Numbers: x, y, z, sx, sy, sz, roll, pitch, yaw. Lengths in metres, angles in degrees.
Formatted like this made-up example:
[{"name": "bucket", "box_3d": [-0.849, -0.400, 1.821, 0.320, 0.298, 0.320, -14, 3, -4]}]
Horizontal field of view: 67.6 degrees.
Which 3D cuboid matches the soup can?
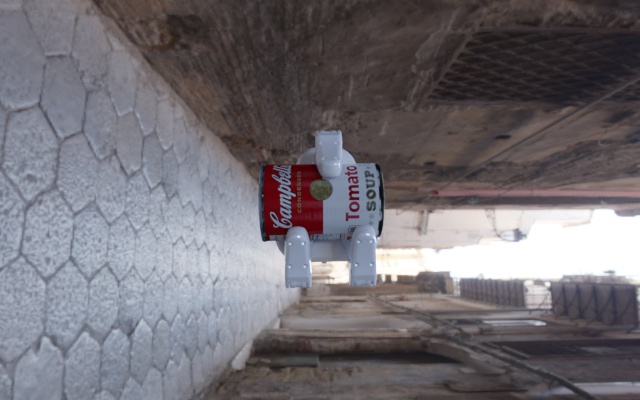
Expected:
[{"name": "soup can", "box_3d": [0.000, 0.001, 0.416, 0.102, 0.068, 0.068, -1, 0, -2]}]
